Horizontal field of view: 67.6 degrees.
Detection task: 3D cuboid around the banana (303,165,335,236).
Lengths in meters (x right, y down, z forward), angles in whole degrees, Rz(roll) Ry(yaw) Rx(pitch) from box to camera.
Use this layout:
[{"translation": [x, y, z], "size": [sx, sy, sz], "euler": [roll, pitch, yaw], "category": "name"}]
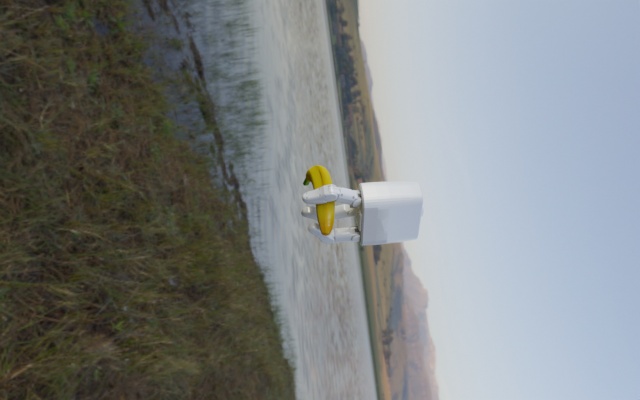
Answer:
[{"translation": [0.001, -0.015, 0.868], "size": [0.037, 0.070, 0.197], "euler": [0, 29, -11], "category": "banana"}]
